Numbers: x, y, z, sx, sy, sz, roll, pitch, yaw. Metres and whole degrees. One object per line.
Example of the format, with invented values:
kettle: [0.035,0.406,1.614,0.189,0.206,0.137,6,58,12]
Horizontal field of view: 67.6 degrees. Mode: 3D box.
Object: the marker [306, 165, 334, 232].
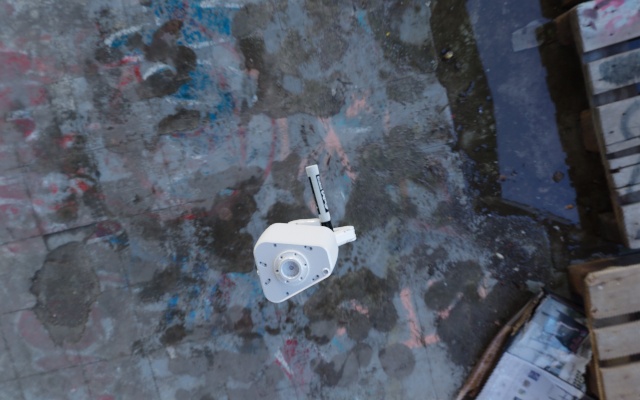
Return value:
marker: [0.000,0.003,0.778,0.020,0.121,0.020,-14,7,2]
